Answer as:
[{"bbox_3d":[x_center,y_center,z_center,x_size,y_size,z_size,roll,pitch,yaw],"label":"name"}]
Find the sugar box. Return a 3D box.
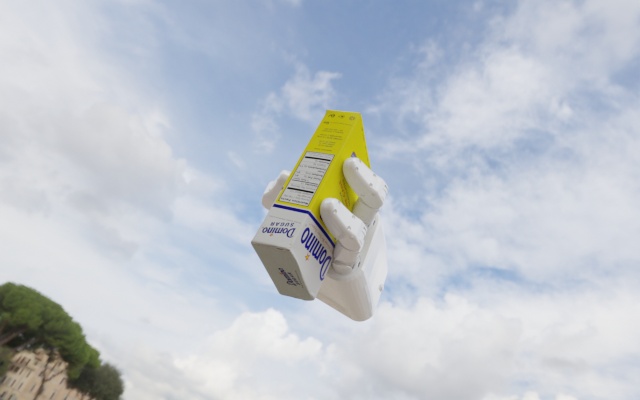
[{"bbox_3d":[0.001,0.002,0.476,0.048,0.176,0.093,8,-36,22],"label":"sugar box"}]
